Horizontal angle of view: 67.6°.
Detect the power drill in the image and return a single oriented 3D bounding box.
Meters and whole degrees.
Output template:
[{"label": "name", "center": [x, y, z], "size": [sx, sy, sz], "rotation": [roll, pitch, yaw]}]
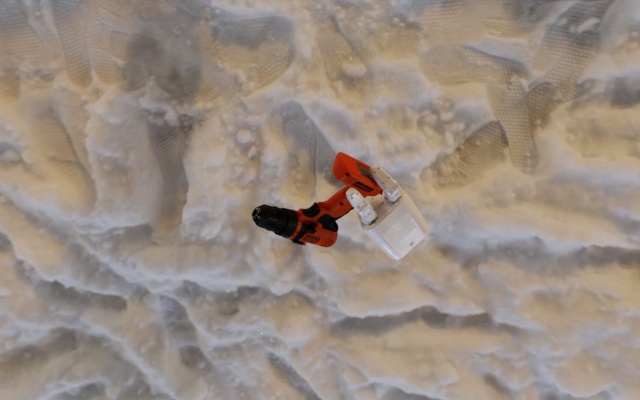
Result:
[{"label": "power drill", "center": [0.001, 0.002, 0.814], "size": [0.184, 0.057, 0.188], "rotation": [19, -51, -42]}]
